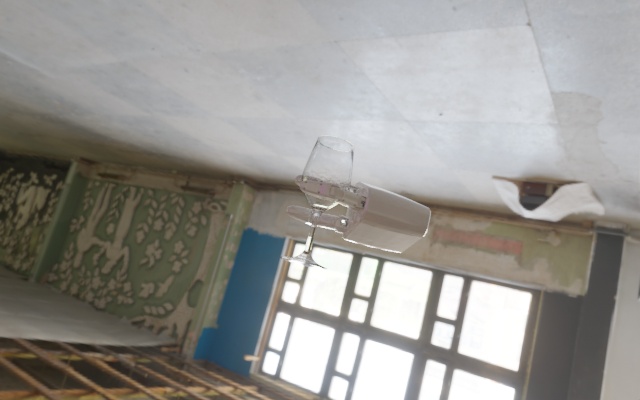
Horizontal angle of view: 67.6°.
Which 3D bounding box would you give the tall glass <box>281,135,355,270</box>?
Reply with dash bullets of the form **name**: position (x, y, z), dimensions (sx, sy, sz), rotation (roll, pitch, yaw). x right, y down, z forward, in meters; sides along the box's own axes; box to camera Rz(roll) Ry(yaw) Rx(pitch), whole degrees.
- **tall glass**: position (0.000, 0.003, 0.745), dimensions (0.079, 0.201, 0.079), rotation (14, -11, 3)
